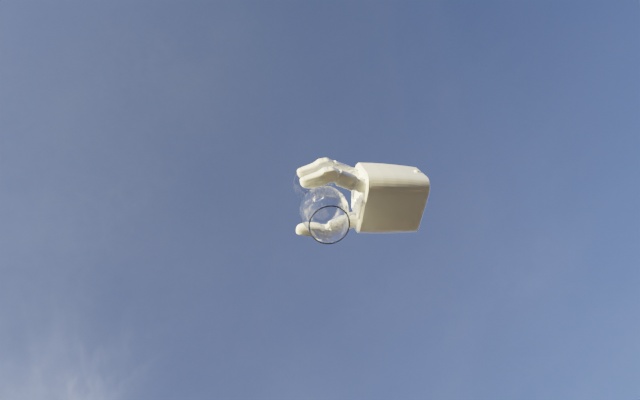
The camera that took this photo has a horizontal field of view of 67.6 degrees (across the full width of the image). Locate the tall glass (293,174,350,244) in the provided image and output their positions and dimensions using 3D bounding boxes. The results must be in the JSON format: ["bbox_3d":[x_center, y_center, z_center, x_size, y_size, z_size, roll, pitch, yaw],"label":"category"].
[{"bbox_3d":[0.000,0.002,0.790,0.079,0.079,0.201,0,20,-8],"label":"tall glass"}]
